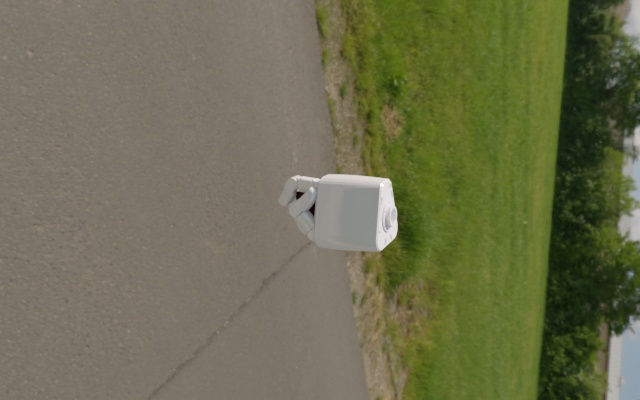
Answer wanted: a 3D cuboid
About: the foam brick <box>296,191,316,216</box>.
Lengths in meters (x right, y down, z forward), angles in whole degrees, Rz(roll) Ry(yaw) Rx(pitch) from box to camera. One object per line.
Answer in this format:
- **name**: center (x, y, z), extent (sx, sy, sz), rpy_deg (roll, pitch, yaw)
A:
- **foam brick**: center (0.000, 0.003, 0.819), extent (0.051, 0.053, 0.078), rpy_deg (3, 16, 28)
